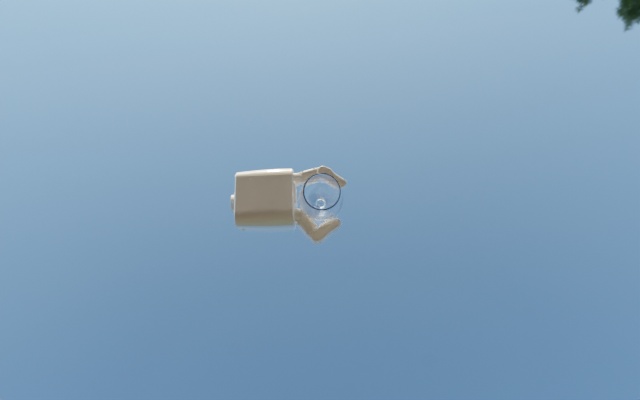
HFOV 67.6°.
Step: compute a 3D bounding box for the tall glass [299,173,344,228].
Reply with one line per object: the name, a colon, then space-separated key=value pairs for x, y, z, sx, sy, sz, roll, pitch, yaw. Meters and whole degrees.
tall glass: x=0.000 y=0.003 z=0.869 sx=0.079 sy=0.079 sz=0.201 roll=0 pitch=-10 yaw=-1
